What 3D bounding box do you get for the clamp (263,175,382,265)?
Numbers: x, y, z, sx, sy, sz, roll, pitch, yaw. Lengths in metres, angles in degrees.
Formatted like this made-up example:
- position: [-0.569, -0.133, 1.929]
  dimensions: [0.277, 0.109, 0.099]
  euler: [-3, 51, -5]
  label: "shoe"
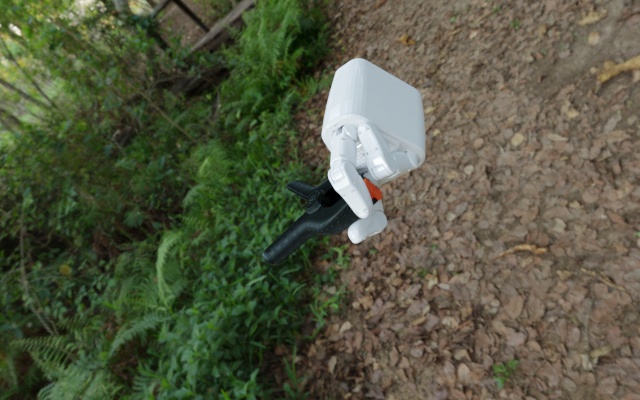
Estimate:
- position: [0.000, 0.002, 0.561]
  dimensions: [0.171, 0.120, 0.039]
  euler: [-26, -45, 36]
  label: "clamp"
